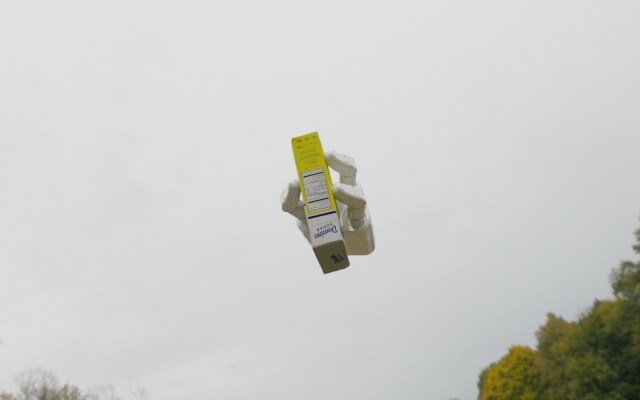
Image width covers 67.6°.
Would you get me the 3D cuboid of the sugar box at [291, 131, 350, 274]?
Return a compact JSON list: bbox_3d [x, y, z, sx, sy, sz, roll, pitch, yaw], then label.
[{"bbox_3d":[0.001,0.002,0.659,0.048,0.176,0.093,-16,-30,2],"label":"sugar box"}]
